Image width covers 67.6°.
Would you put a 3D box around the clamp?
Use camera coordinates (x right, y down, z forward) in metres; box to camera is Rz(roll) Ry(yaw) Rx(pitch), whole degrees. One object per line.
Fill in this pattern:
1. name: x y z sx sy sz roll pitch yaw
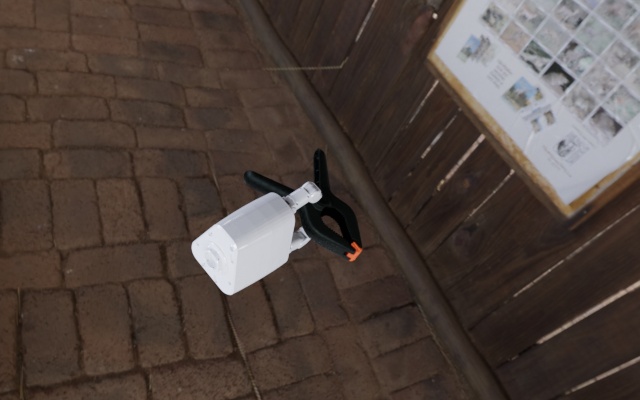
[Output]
1. clamp: 0.001 0.002 0.765 0.164 0.210 0.036 -31 -19 -40
